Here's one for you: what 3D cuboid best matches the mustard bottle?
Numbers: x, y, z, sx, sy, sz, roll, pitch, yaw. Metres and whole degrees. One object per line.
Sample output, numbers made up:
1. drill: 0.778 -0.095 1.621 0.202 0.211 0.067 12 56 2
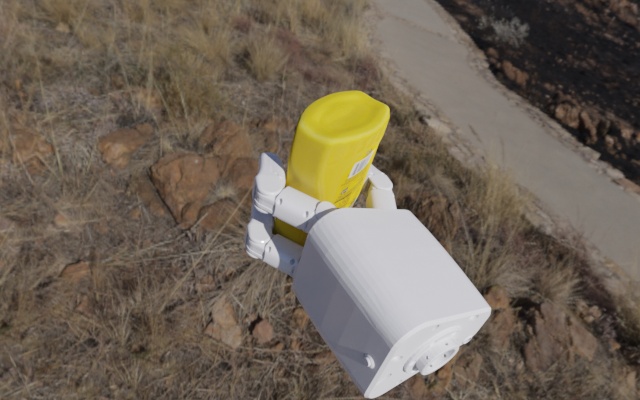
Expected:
1. mustard bottle: 0.000 0.001 0.432 0.058 0.192 0.096 32 42 17
